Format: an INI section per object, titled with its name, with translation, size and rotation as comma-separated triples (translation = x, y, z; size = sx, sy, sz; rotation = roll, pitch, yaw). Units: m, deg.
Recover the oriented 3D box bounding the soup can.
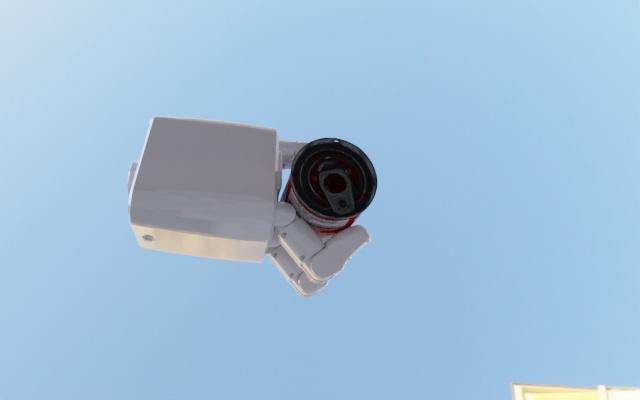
[soup can]
translation = 0.000, 0.001, 0.406
size = 0.068, 0.068, 0.102
rotation = 0, -22, -13
